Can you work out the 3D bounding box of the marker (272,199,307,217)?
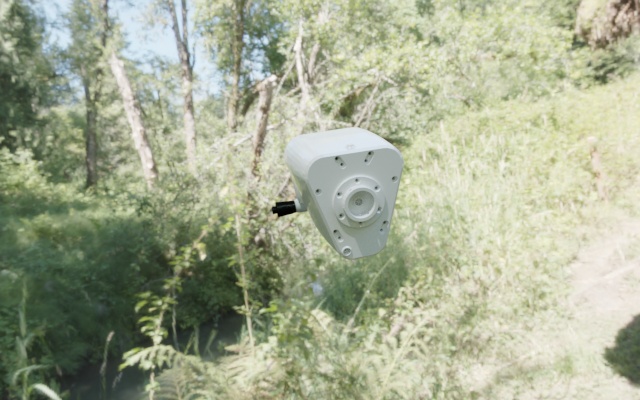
[{"bbox_3d":[0.000,0.002,0.589,0.121,0.020,0.020,-10,2,-10],"label":"marker"}]
